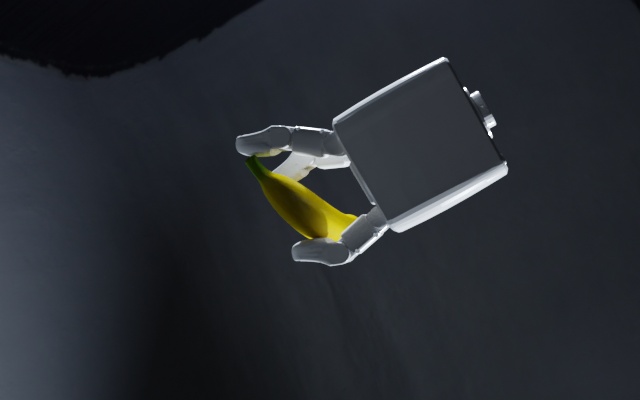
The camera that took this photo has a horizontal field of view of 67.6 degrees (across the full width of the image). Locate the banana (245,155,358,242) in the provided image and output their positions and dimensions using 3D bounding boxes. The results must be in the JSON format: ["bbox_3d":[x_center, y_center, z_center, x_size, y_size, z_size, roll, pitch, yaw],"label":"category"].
[{"bbox_3d":[0.004,0.015,0.485,0.037,0.069,0.198,-31,-35,18],"label":"banana"}]
